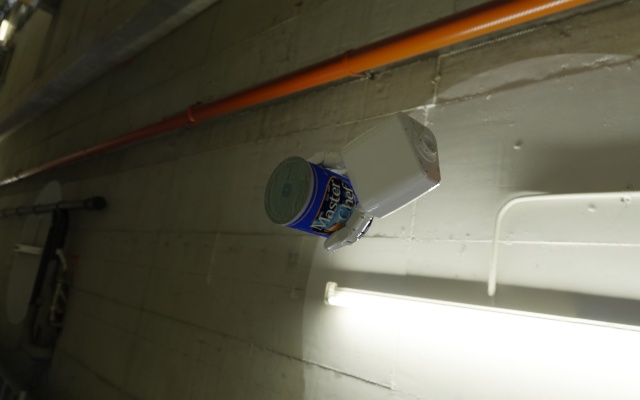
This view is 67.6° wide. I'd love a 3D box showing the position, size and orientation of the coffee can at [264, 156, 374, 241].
[{"bbox_3d":[0.000,0.002,0.731,0.140,0.103,0.103,20,-13,-41],"label":"coffee can"}]
